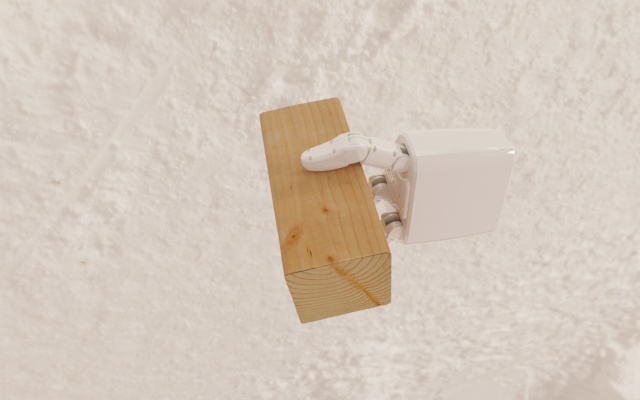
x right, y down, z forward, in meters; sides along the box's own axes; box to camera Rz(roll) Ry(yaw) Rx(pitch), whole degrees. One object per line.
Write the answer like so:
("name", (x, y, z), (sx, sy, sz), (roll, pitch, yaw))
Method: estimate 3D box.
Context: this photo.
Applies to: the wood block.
("wood block", (0.000, 0.001, 0.478), (0.090, 0.206, 0.091), (-12, -40, -2))
